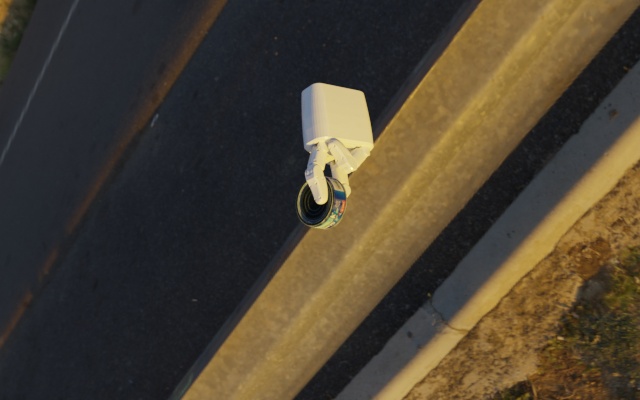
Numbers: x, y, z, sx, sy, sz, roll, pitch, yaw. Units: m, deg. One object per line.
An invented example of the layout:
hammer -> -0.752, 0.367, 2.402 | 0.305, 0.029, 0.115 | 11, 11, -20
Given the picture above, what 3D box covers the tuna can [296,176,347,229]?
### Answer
tuna can -> 0.000, 0.003, 0.770 | 0.086, 0.086, 0.034 | 0, -8, 43
